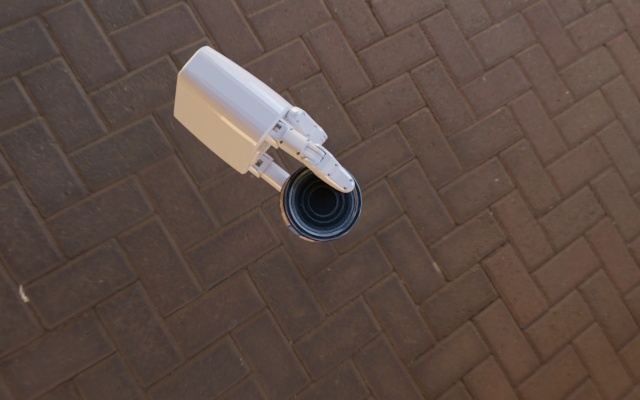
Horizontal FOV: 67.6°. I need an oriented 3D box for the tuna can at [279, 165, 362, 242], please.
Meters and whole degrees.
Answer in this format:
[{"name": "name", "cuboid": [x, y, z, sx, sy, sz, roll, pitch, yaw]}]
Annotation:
[{"name": "tuna can", "cuboid": [0.000, 0.002, 0.507, 0.086, 0.086, 0.034, 0, -5, -13]}]
